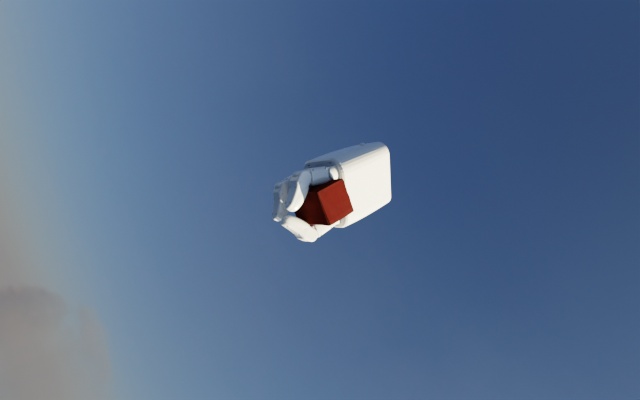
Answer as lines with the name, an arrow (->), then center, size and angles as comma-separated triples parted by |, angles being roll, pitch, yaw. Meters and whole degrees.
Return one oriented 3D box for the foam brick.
foam brick -> 0.000, 0.002, 0.691 | 0.051, 0.053, 0.078 | -27, 16, -33
